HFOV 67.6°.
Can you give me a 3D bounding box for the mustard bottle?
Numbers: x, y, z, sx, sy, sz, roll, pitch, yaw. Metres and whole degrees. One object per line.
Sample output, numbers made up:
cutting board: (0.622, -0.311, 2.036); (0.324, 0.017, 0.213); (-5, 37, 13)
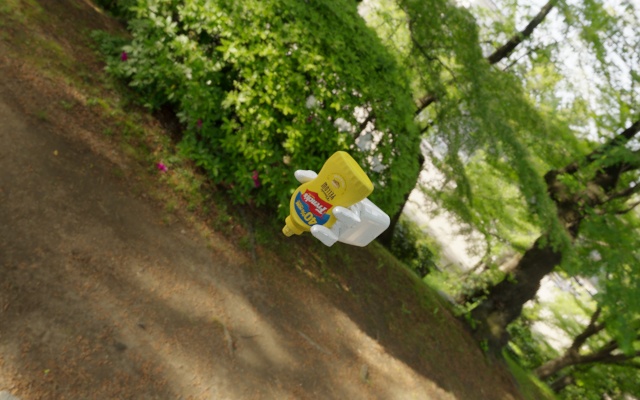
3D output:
mustard bottle: (0.000, 0.003, 0.892); (0.192, 0.096, 0.058); (-42, -12, 20)
